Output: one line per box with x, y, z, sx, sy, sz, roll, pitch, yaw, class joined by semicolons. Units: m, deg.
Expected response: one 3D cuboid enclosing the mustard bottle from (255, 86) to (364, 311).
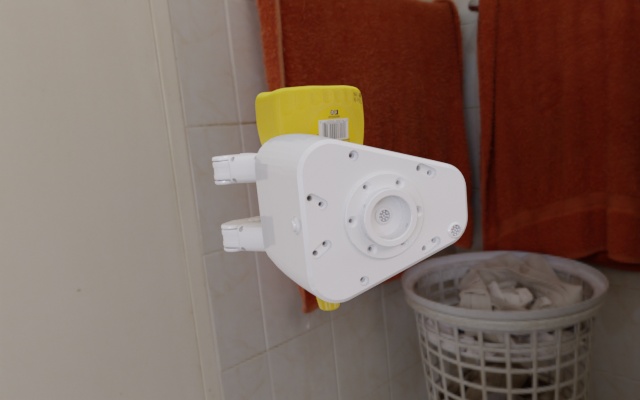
0.000;0.001;0.412;0.096;0.191;0.058;-13;11;-42;mustard bottle
